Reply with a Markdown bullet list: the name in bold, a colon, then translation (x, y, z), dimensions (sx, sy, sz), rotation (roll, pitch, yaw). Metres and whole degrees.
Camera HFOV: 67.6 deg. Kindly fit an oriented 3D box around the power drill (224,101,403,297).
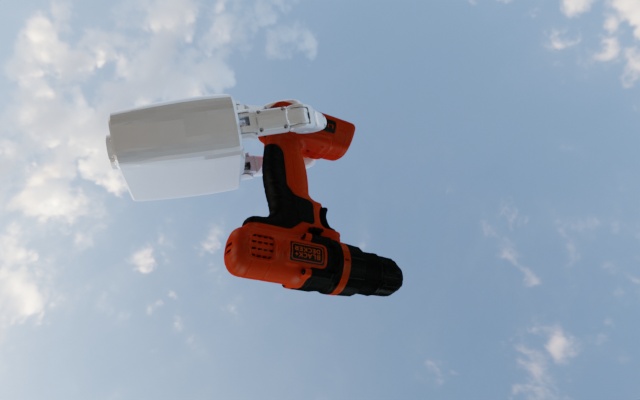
- **power drill**: translation (0.000, 0.001, 0.482), dimensions (0.184, 0.187, 0.057), rotation (14, -32, -27)
